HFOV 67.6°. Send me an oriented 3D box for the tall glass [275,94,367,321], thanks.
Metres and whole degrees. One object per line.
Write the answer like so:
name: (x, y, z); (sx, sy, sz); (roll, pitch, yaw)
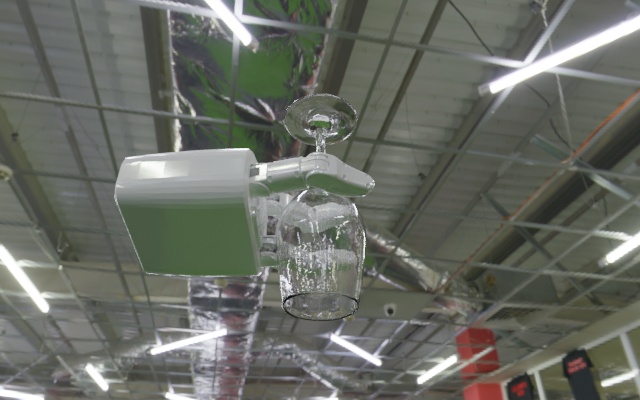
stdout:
tall glass: (0.000, 0.001, 0.430); (0.079, 0.201, 0.079); (0, -34, 0)
